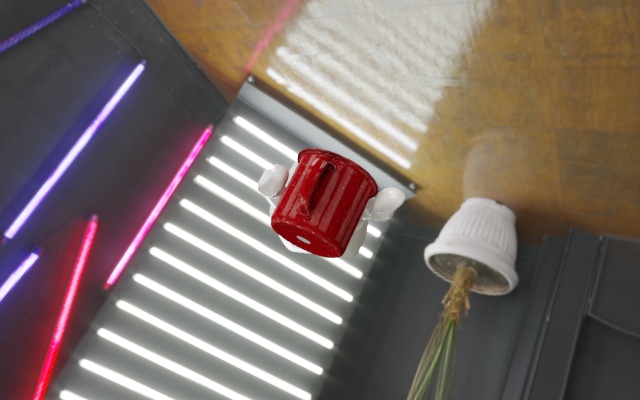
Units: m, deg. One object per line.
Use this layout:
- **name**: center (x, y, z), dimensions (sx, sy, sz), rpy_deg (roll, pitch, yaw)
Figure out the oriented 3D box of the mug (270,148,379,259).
- **mug**: center (0.000, 0.001, 0.474), dimensions (0.093, 0.081, 0.117), rpy_deg (21, -20, 13)
